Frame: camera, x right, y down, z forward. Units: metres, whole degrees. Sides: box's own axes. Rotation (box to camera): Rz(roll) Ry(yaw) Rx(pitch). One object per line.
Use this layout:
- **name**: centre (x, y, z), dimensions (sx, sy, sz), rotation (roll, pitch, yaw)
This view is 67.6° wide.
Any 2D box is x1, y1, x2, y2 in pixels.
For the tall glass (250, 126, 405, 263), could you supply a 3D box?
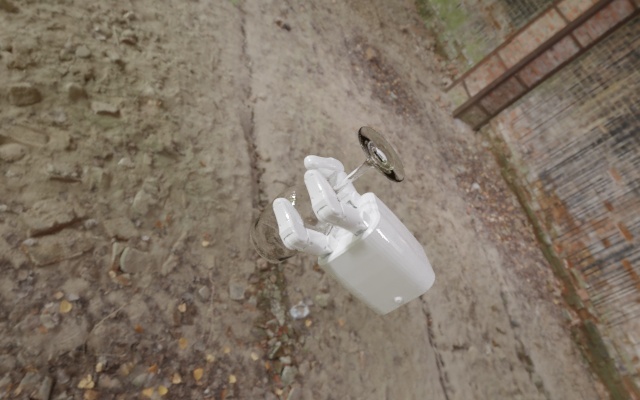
- **tall glass**: centre (0.000, 0.001, 0.570), dimensions (0.201, 0.079, 0.079), rotation (-38, -21, 31)
